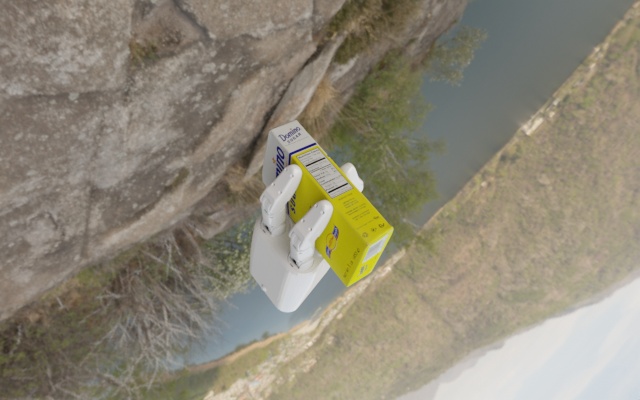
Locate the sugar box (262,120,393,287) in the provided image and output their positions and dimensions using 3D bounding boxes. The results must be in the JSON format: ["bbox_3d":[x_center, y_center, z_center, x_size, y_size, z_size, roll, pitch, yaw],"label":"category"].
[{"bbox_3d":[0.000,0.002,0.539,0.048,0.176,0.093,-29,-26,-31],"label":"sugar box"}]
